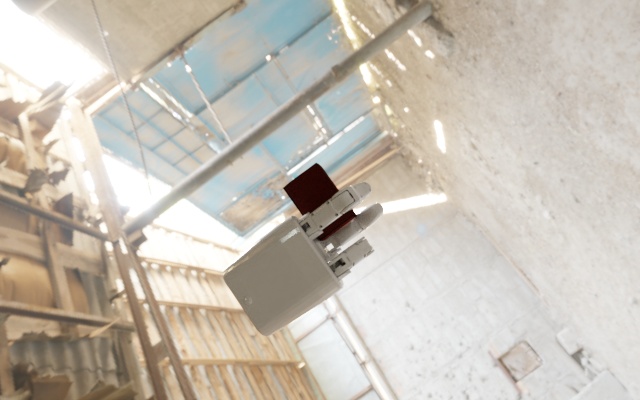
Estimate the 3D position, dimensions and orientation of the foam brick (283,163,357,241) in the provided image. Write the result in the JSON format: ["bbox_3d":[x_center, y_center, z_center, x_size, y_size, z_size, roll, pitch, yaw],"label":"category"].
[{"bbox_3d":[0.000,0.002,0.569,0.051,0.078,0.053,-36,-7,4],"label":"foam brick"}]
